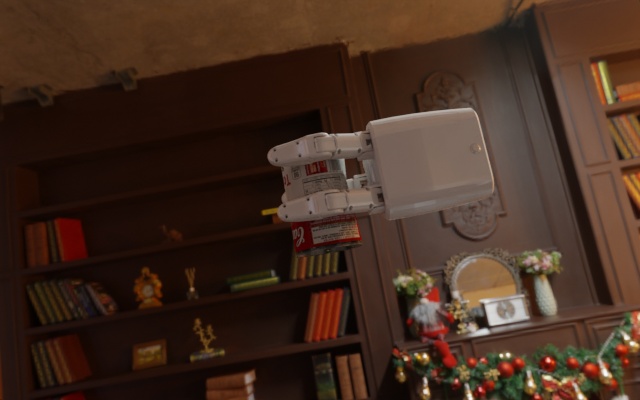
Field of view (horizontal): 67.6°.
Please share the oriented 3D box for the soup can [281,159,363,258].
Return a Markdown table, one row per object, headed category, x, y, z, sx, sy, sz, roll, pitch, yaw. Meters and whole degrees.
| category | x | y | z | sx | sy | sz | roll | pitch | yaw |
| --- | --- | --- | --- | --- | --- | --- | --- | --- | --- |
| soup can | 0.000 | 0.001 | 0.485 | 0.068 | 0.102 | 0.068 | -10 | -10 | -2 |
